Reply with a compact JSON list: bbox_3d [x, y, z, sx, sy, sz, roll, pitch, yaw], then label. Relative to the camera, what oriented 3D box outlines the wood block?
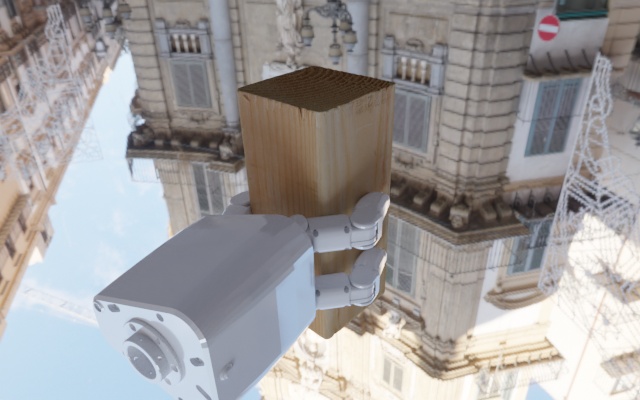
[{"bbox_3d":[0.000,0.002,0.413,0.091,0.206,0.090,24,39,36],"label":"wood block"}]
